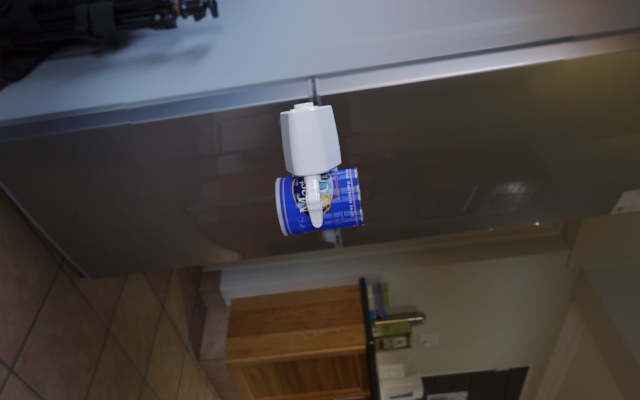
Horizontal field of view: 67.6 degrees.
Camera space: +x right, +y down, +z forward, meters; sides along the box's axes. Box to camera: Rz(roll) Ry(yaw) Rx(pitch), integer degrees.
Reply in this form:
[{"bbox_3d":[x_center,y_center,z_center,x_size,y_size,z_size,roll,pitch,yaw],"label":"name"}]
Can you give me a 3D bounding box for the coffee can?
[{"bbox_3d":[0.000,0.003,0.833,0.140,0.103,0.103,-7,-1,4],"label":"coffee can"}]
